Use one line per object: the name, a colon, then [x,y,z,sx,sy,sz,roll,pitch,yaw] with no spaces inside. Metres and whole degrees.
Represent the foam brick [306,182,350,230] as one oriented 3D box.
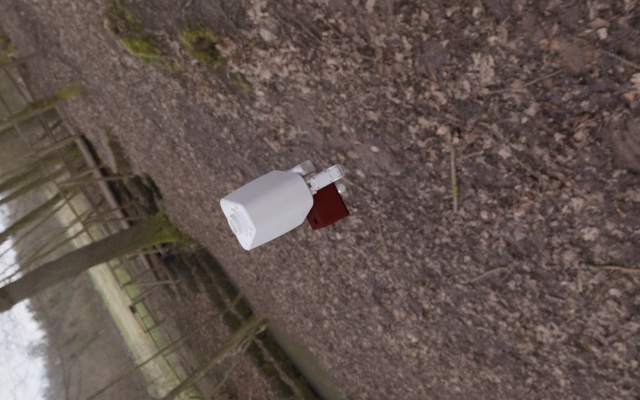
foam brick: [0.000,0.003,0.777,0.051,0.078,0.053,-29,3,-26]
